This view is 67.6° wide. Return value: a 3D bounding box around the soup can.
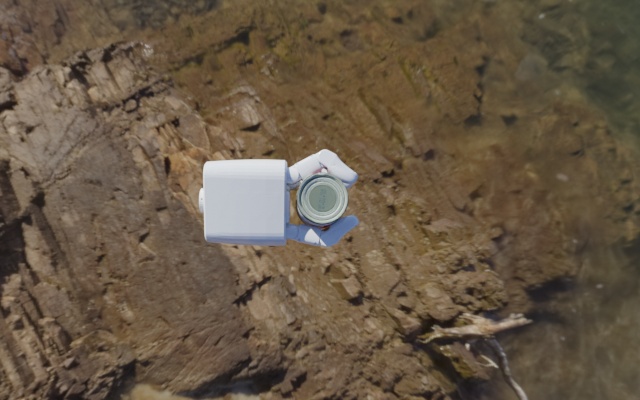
[{"bbox_3d":[0.001,0.002,0.649,0.068,0.068,0.102,0,-6,-3],"label":"soup can"}]
